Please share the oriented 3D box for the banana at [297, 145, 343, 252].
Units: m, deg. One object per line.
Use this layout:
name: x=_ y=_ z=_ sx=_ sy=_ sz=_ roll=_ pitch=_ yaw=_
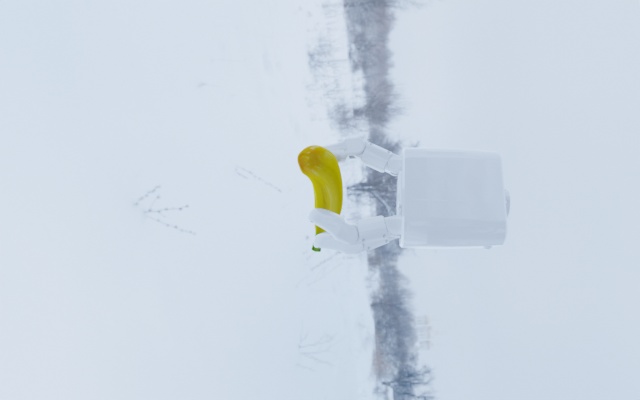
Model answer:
banana: x=0.004 y=-0.012 z=0.547 sx=0.037 sy=0.069 sz=0.198 roll=6 pitch=-32 yaw=10
